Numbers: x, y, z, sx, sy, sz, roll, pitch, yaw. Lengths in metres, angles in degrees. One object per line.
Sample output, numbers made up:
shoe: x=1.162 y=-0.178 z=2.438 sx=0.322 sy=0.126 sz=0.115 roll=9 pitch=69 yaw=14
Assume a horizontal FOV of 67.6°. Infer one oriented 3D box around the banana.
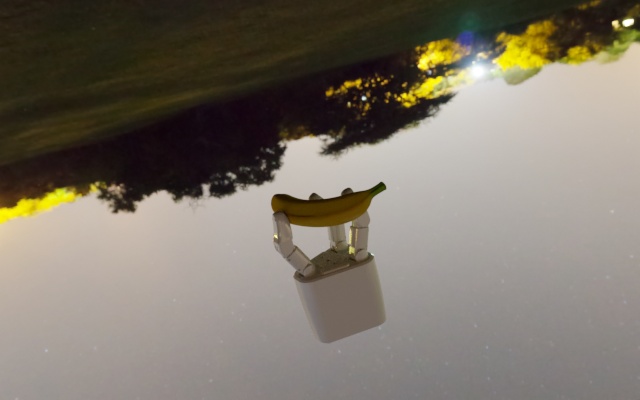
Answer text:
banana: x=-0.008 y=0.010 z=0.642 sx=0.198 sy=0.037 sz=0.069 roll=-3 pitch=23 yaw=39
